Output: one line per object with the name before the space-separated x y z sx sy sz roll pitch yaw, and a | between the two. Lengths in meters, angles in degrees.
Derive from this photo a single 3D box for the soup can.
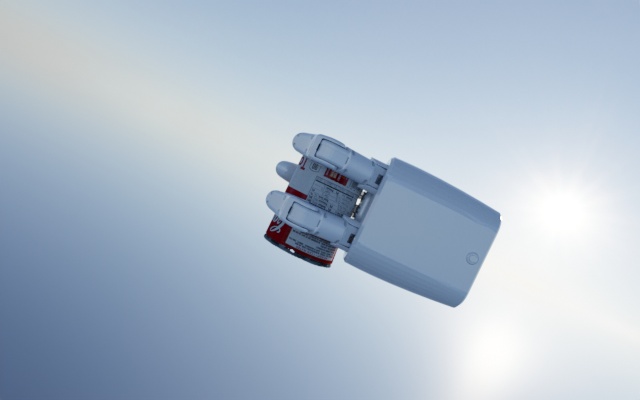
soup can | 0.000 0.001 0.437 0.068 0.102 0.068 25 2 -1
